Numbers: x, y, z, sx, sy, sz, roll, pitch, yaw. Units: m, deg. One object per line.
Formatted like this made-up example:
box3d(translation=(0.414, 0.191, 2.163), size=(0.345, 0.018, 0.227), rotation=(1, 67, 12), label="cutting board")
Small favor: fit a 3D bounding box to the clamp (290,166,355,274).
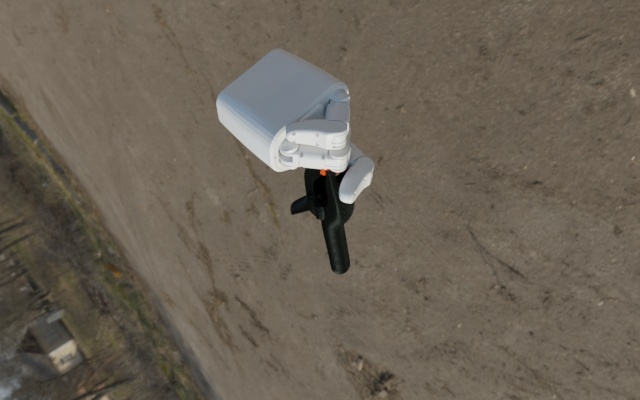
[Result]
box3d(translation=(0.000, 0.002, 0.578), size=(0.039, 0.172, 0.120), rotation=(-29, 54, -29), label="clamp")
